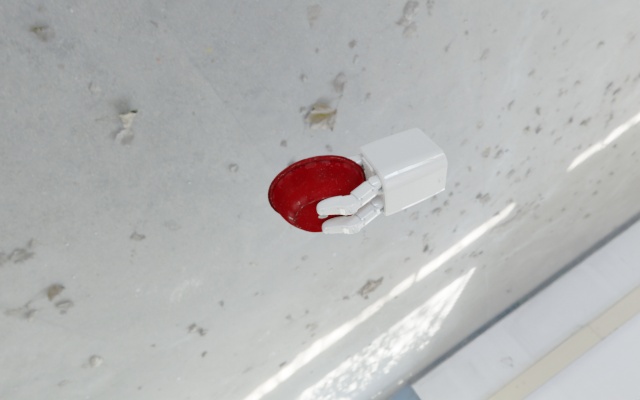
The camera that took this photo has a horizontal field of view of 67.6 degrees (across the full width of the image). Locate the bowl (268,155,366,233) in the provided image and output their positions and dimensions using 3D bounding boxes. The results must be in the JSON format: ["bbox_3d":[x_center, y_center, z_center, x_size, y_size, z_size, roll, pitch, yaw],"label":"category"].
[{"bbox_3d":[-0.001,0.003,0.752,0.162,0.055,0.162,-9,-36,-7],"label":"bowl"}]
